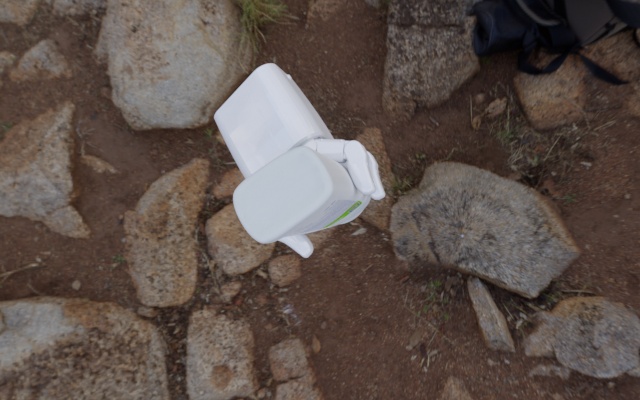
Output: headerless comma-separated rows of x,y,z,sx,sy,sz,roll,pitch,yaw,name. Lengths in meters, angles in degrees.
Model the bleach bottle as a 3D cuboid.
0.000,0.002,0.561,0.102,0.068,0.251,-34,-13,12,bleach bottle
